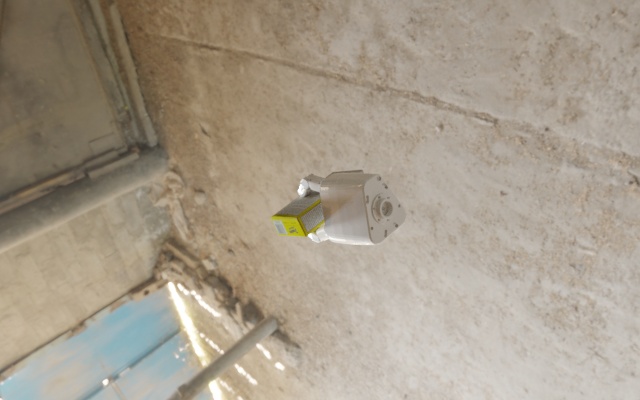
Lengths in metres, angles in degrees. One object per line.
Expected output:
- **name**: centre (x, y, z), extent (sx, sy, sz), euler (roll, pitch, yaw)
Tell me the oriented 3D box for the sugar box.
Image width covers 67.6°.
- **sugar box**: centre (0.000, 0.003, 0.889), extent (0.176, 0.048, 0.093), euler (-34, 20, -32)
